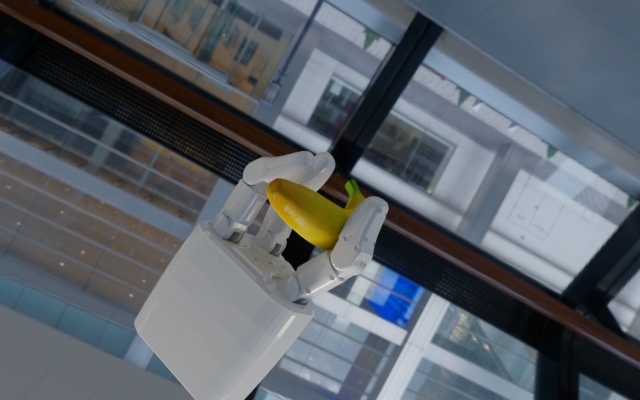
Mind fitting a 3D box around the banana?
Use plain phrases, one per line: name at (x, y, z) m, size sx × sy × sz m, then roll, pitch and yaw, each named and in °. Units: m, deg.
banana at (0.013, 0.015, 0.402) m, size 0.037 × 0.069 × 0.198 m, roll -44°, pitch -11°, yaw 14°
